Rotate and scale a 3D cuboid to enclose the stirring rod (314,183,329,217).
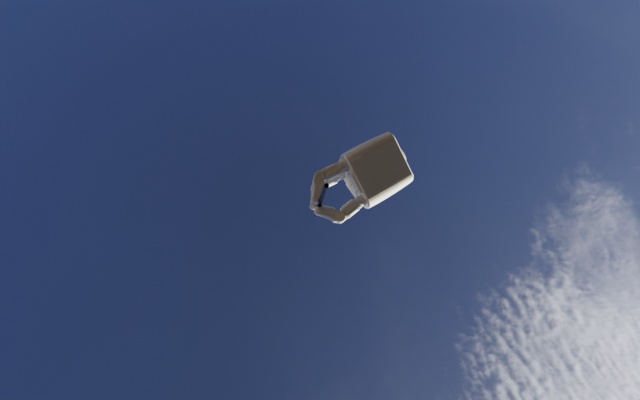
[{"bbox_3d":[0.000,0.003,0.864,0.011,0.011,0.239,0,-13,-5],"label":"stirring rod"}]
